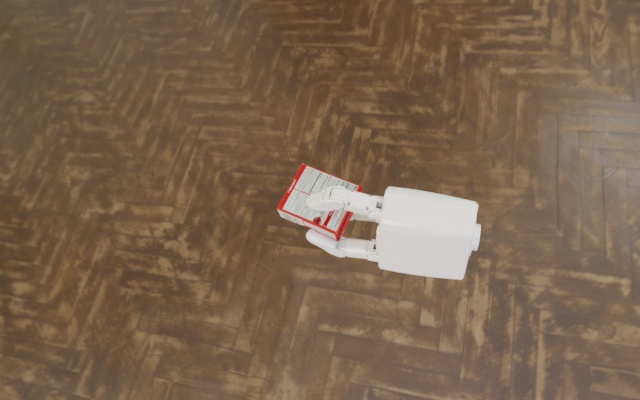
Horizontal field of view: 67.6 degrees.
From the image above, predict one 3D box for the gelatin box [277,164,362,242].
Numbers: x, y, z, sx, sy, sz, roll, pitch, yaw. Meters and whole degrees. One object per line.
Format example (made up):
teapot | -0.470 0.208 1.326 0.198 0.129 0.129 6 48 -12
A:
gelatin box | 0.000 0.002 0.617 0.089 0.073 0.030 22 -20 16
